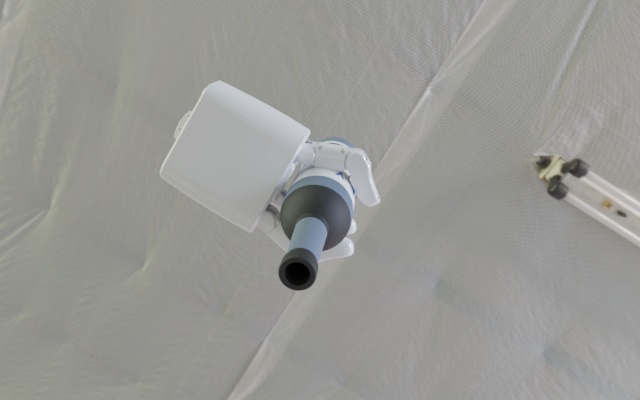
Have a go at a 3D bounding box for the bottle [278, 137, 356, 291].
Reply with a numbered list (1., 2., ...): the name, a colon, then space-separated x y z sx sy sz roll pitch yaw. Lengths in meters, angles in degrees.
1. bottle: 0.000 0.001 0.472 0.069 0.069 0.295 0 20 7
